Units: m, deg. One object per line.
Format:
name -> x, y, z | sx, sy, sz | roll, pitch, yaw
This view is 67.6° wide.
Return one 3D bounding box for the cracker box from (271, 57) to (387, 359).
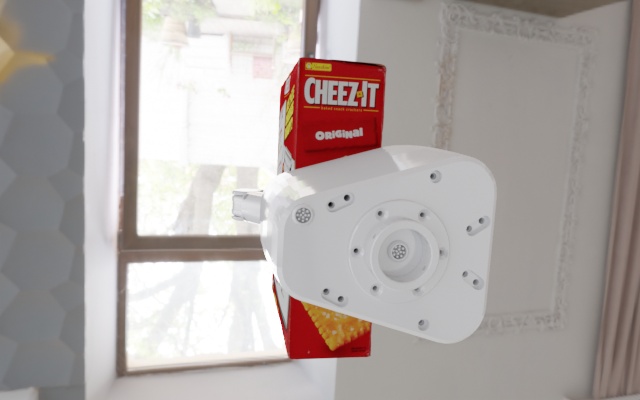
cracker box -> 0.000, 0.002, 0.413 | 0.072, 0.214, 0.164 | 2, 6, -10
